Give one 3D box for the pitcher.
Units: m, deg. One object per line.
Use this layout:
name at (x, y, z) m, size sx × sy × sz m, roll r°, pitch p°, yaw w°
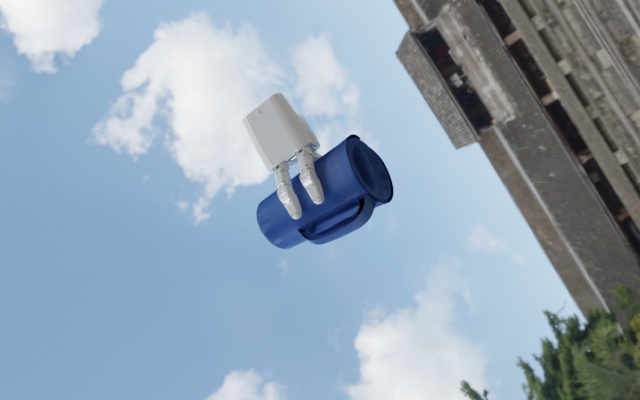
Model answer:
pitcher at (0.000, 0.003, 0.860) m, size 0.243 × 0.145 × 0.149 m, roll -31°, pitch -4°, yaw 30°
